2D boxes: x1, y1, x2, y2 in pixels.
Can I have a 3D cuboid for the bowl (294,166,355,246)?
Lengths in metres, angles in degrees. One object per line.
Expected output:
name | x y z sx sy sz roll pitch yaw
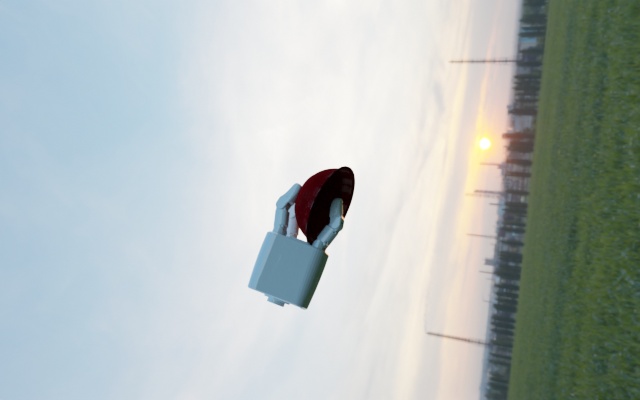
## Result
bowl | 0.001 0.002 0.884 0.055 0.162 0.162 26 11 25
